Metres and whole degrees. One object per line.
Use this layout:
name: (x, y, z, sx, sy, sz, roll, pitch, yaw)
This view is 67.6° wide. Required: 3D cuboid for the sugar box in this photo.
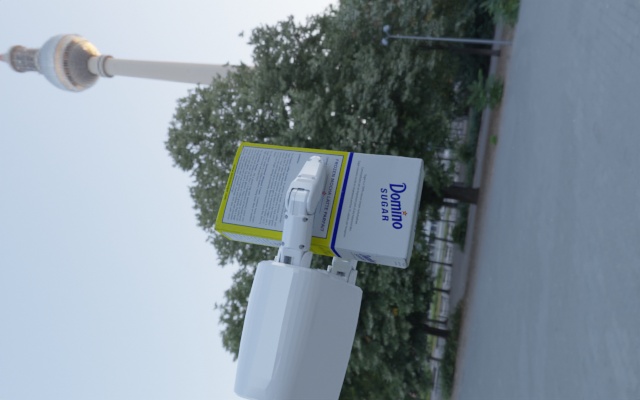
sugar box: (0.000, 0.002, 0.438, 0.176, 0.093, 0.048, 9, -17, 14)
